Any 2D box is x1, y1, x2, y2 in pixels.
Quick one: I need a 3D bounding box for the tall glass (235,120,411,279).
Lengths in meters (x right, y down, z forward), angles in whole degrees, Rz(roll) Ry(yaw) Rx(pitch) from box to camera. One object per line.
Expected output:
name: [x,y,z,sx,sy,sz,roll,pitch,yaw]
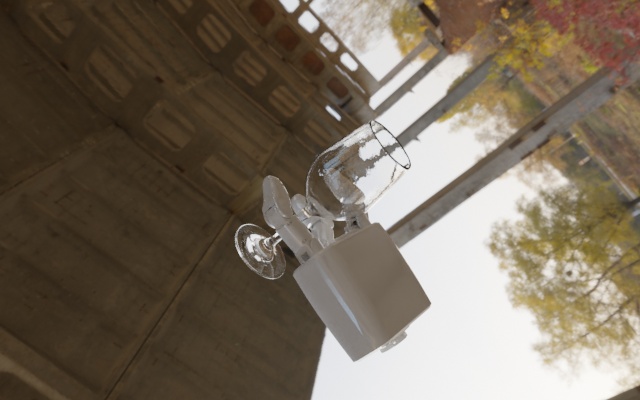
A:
tall glass: [-0.001,0.002,0.512,0.201,0.079,0.079,-40,-20,25]
